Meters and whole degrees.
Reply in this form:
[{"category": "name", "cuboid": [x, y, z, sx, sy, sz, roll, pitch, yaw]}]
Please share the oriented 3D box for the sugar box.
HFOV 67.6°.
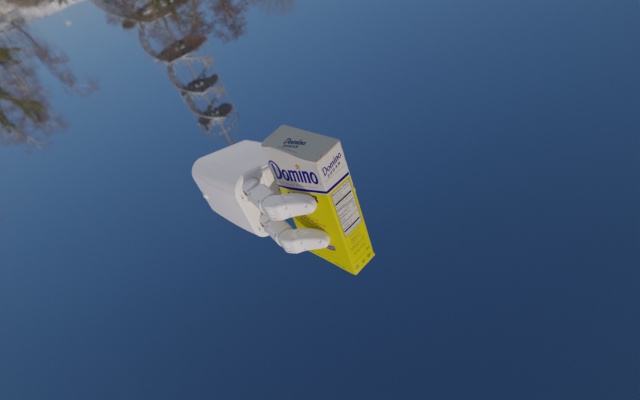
[{"category": "sugar box", "cuboid": [0.000, 0.002, 0.558, 0.093, 0.176, 0.048, 21, 57, 41]}]
